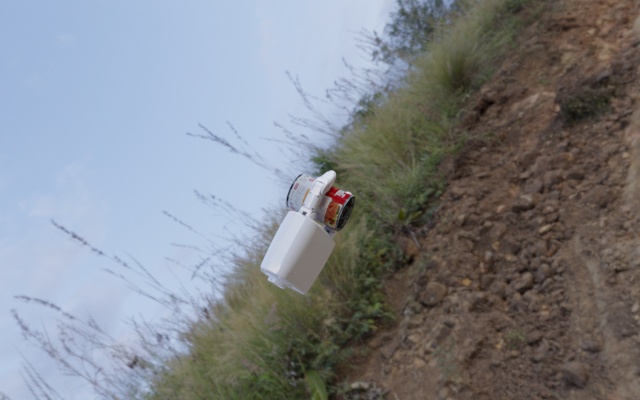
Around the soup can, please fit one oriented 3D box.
[{"bbox_3d":[0.000,0.002,0.832,0.102,0.068,0.068,25,7,17],"label":"soup can"}]
